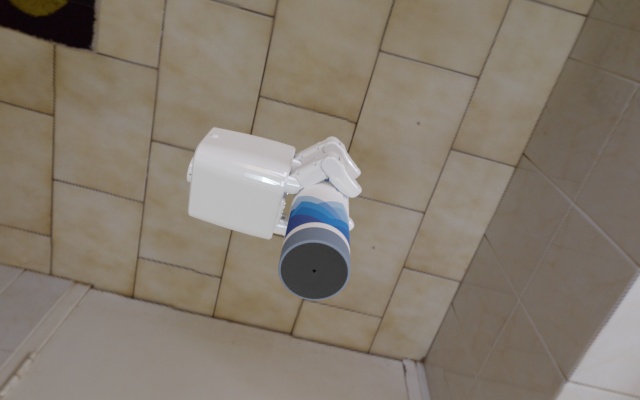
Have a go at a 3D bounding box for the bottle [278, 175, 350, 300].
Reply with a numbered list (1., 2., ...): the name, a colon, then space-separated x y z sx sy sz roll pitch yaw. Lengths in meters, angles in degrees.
1. bottle: 0.000 0.002 0.569 0.069 0.069 0.295 0 25 3
